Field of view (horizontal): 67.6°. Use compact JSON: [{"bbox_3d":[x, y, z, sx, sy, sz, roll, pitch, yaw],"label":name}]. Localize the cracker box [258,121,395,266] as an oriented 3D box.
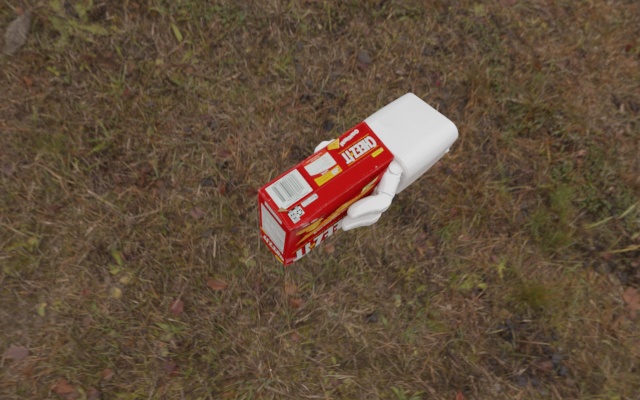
[{"bbox_3d":[0.000,0.002,0.664,0.164,0.072,0.214,-35,-13,-16],"label":"cracker box"}]
